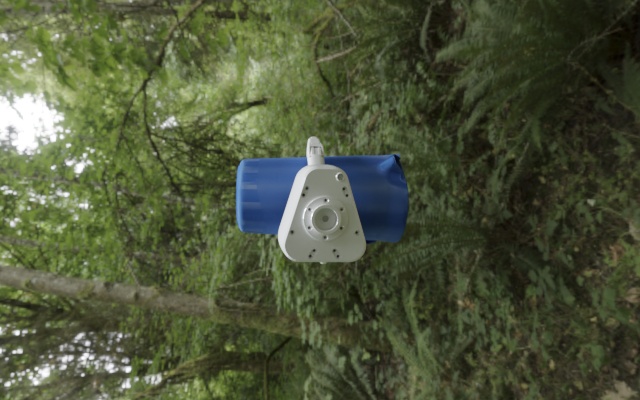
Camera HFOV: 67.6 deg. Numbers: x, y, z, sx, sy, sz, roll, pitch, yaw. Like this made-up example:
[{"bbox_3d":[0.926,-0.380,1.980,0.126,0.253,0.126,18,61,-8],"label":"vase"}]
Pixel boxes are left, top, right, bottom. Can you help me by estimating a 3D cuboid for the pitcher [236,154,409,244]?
[{"bbox_3d":[0.000,0.002,0.716,0.243,0.149,0.145,1,5,-5],"label":"pitcher"}]
